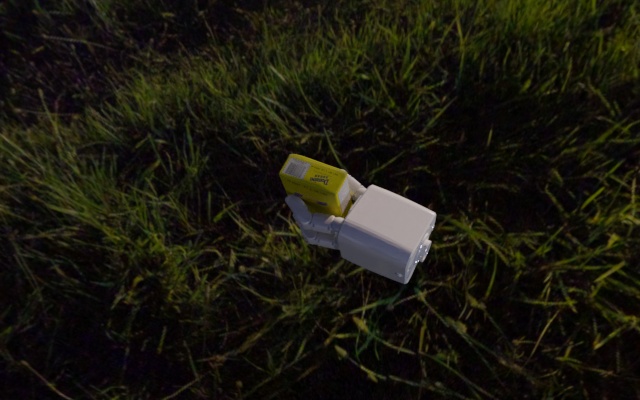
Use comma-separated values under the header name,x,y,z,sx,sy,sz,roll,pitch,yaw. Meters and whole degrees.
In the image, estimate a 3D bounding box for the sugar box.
name,x,y,z,sx,sy,sz,roll,pitch,yaw
sugar box,0.000,0.003,0.738,0.093,0.048,0.176,21,-25,19
